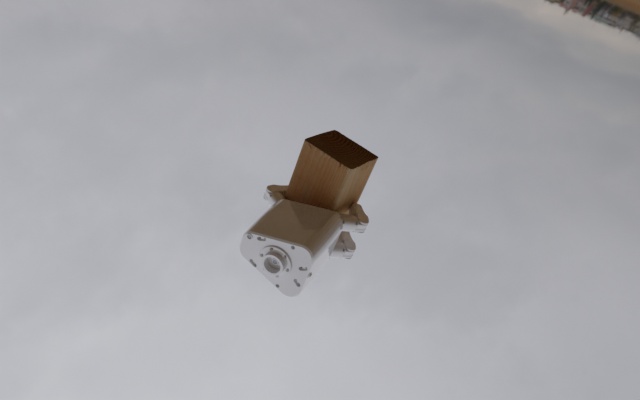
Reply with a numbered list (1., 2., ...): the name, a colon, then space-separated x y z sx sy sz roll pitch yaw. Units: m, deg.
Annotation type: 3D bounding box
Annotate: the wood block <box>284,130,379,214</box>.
1. wood block: 0.000 0.003 0.770 0.091 0.206 0.090 35 33 20
